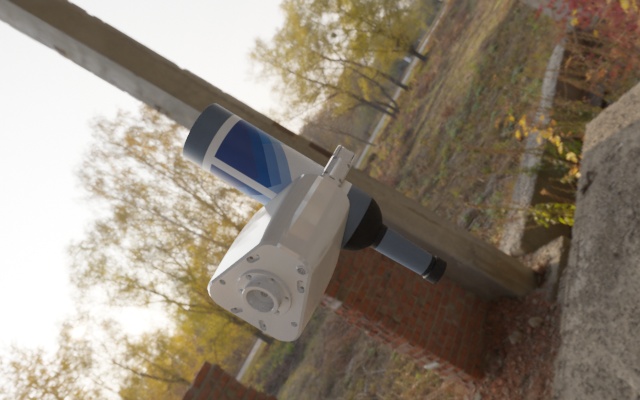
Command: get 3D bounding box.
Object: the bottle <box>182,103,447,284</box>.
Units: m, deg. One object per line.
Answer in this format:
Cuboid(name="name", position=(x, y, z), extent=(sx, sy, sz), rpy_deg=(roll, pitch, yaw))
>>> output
Cuboid(name="bottle", position=(0.000, 0.001, 0.504), extent=(0.296, 0.069, 0.069), rpy_deg=(31, -1, -1))
